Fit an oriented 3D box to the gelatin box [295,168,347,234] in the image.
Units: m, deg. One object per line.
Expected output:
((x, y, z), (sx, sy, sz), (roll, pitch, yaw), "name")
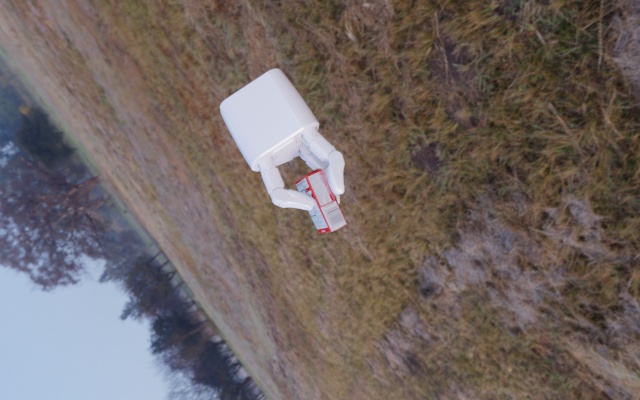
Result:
((0.000, 0.003, 0.694), (0.030, 0.089, 0.073), (-25, 0, -15), "gelatin box")
